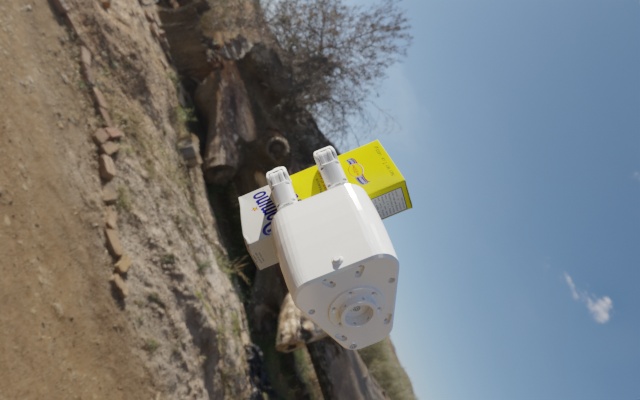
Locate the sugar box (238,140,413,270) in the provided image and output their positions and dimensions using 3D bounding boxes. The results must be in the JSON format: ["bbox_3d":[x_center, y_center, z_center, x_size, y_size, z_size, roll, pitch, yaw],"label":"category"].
[{"bbox_3d":[0.000,0.001,0.524,0.176,0.048,0.093,-21,37,-1],"label":"sugar box"}]
